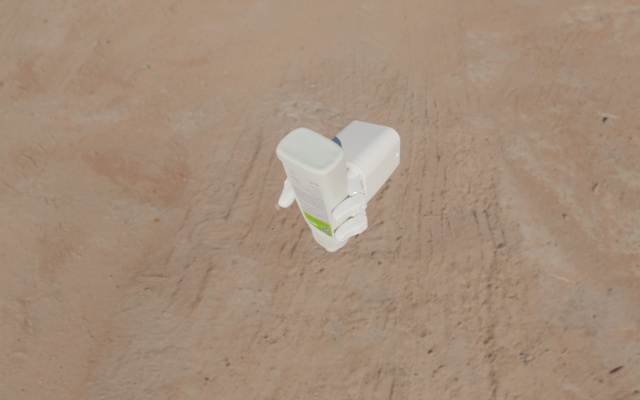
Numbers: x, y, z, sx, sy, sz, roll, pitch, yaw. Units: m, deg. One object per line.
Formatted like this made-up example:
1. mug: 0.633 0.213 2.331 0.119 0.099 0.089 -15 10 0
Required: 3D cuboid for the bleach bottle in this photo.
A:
1. bleach bottle: 0.000 0.003 0.775 0.102 0.068 0.251 31 -27 27
